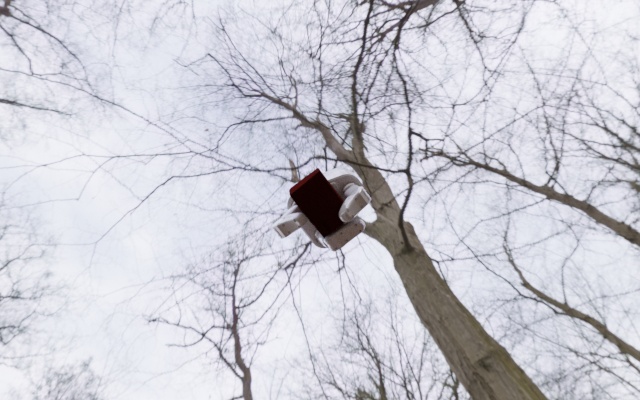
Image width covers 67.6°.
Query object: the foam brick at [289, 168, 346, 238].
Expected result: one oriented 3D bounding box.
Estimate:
[{"bbox_3d":[0.000,0.002,0.650,0.053,0.078,0.051,-37,12,3],"label":"foam brick"}]
